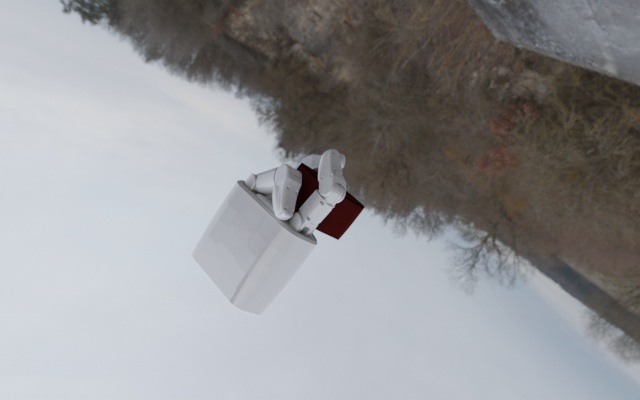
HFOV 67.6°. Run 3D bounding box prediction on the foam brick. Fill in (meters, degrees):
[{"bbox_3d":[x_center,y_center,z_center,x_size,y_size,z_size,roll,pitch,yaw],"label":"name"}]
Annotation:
[{"bbox_3d":[0.000,0.002,0.552,0.078,0.051,0.053,29,10,-42],"label":"foam brick"}]
